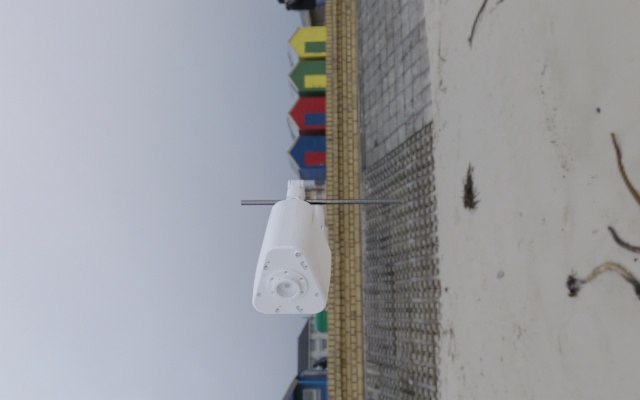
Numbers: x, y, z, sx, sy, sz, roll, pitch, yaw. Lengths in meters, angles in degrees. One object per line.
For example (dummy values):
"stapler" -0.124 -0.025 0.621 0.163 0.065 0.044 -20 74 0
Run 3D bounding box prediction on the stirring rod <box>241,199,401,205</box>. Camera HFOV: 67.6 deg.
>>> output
"stirring rod" 0.000 0.002 0.719 0.239 0.011 0.011 -1 0 3
